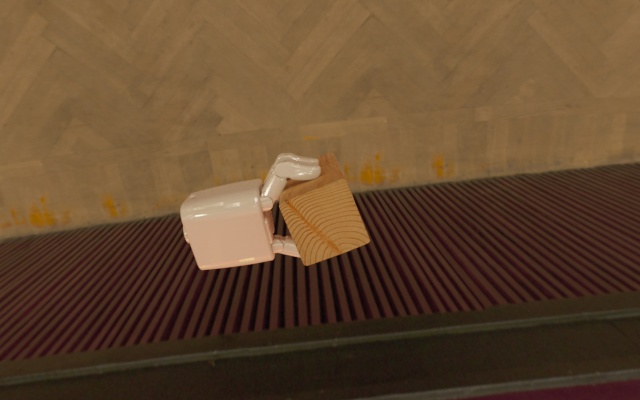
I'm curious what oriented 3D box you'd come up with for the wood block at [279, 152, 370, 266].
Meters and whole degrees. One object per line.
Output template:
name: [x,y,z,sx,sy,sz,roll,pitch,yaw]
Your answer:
wood block: [0.000,0.003,0.680,0.090,0.091,0.206,-21,15,3]
